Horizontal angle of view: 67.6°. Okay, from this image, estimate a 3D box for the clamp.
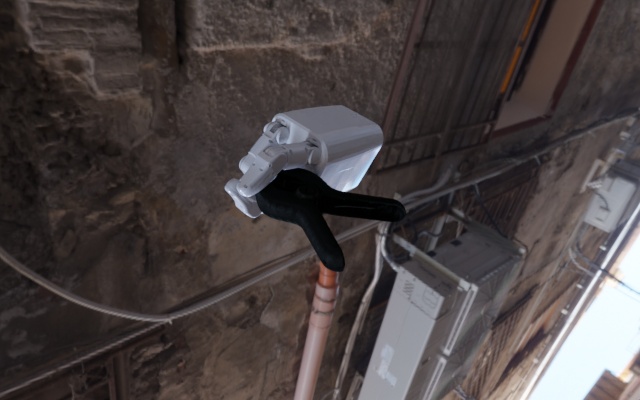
[{"bbox_3d":[0.000,0.002,0.499,0.120,0.039,0.171,-20,44,-40],"label":"clamp"}]
